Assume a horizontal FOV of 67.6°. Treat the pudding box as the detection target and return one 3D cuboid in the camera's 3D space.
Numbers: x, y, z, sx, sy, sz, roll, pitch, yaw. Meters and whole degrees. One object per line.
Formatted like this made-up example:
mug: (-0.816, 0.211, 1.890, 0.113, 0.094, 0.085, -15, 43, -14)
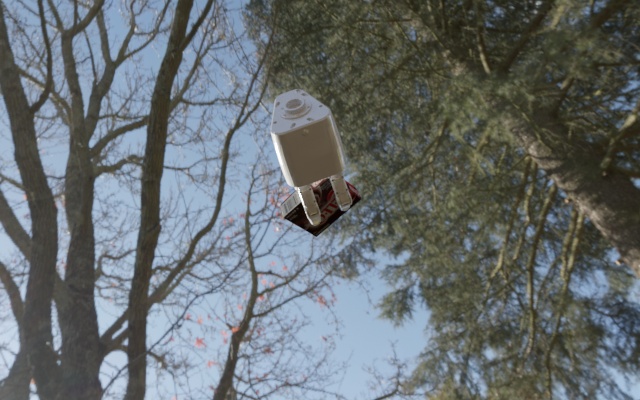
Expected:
pudding box: (0.000, 0.003, 0.824, 0.113, 0.039, 0.090, -40, -47, 18)
